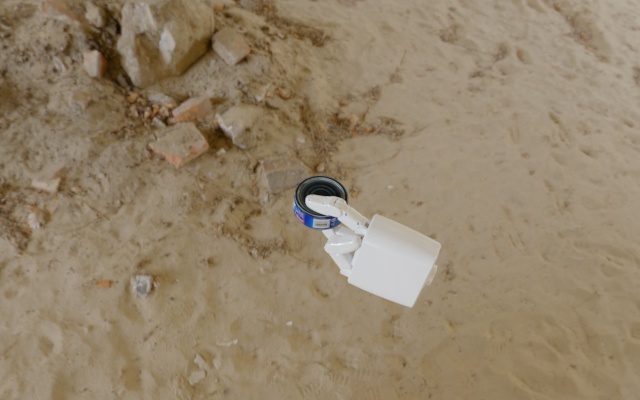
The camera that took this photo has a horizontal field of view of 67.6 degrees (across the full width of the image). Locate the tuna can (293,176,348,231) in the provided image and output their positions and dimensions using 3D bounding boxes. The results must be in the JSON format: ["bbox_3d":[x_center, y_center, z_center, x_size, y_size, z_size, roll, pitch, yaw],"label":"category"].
[{"bbox_3d":[0.000,0.002,0.740,0.086,0.086,0.034,0,-39,-5],"label":"tuna can"}]
